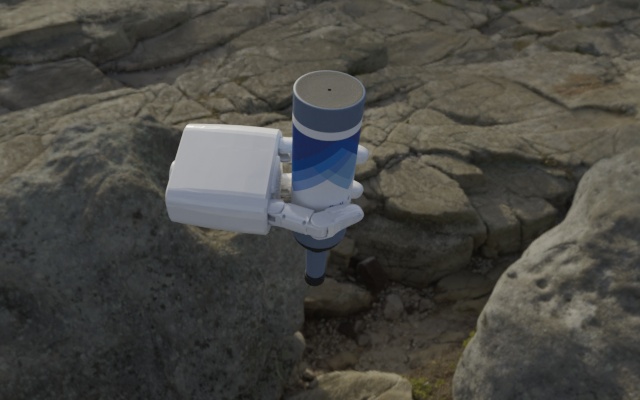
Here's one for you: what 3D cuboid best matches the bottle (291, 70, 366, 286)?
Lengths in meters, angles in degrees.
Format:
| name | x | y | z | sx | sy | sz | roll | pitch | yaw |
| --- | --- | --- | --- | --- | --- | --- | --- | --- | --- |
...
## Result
| name | x | y | z | sx | sy | sz | roll | pitch | yaw |
| --- | --- | --- | --- | --- | --- | --- | --- | --- | --- |
| bottle | 0.000 | 0.002 | 0.538 | 0.069 | 0.069 | 0.296 | 0 | -44 | -4 |
